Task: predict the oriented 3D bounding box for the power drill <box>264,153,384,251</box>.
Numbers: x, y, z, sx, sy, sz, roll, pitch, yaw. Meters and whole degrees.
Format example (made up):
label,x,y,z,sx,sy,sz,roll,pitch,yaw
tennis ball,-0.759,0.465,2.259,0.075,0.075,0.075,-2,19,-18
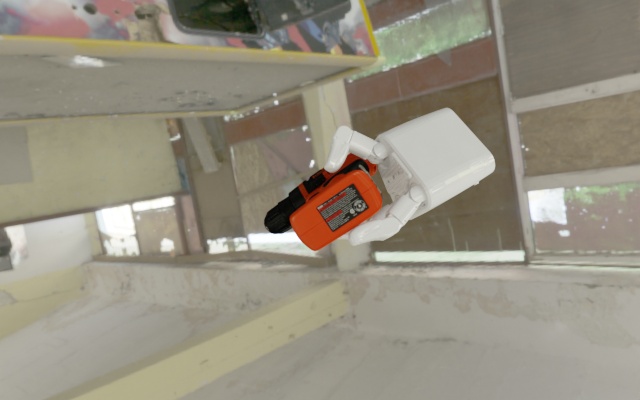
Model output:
label,x,y,z,sx,sy,sz,roll,pitch,yaw
power drill,0.000,0.002,0.619,0.184,0.057,0.187,-36,12,5
